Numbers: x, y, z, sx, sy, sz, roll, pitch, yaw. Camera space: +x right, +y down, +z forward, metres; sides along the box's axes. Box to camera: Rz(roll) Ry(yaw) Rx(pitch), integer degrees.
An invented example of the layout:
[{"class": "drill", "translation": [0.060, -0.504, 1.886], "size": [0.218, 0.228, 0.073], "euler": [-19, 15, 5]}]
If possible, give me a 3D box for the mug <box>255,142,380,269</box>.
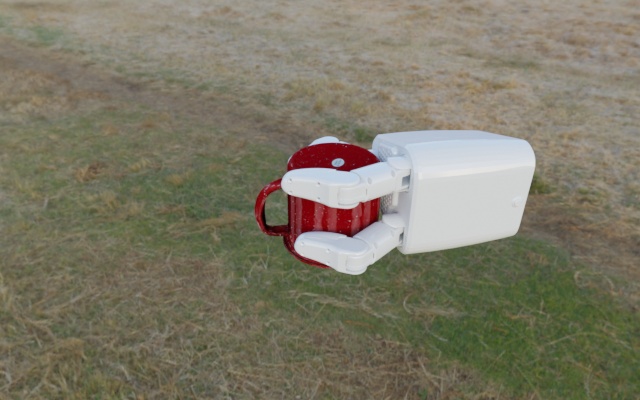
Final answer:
[{"class": "mug", "translation": [-0.001, 0.001, 0.423], "size": [0.117, 0.081, 0.093], "euler": [-6, 32, -11]}]
